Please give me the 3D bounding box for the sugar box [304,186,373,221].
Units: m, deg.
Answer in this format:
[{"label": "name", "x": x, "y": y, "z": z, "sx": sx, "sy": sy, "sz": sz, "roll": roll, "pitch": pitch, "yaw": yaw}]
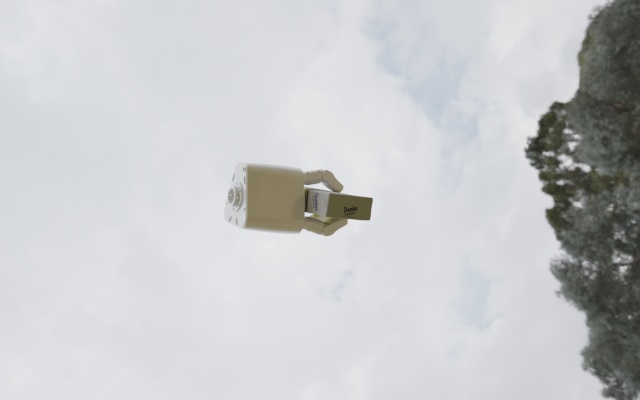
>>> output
[{"label": "sugar box", "x": 0.000, "y": 0.003, "z": 0.838, "sx": 0.093, "sy": 0.048, "sz": 0.176, "roll": 6, "pitch": 5, "yaw": -34}]
